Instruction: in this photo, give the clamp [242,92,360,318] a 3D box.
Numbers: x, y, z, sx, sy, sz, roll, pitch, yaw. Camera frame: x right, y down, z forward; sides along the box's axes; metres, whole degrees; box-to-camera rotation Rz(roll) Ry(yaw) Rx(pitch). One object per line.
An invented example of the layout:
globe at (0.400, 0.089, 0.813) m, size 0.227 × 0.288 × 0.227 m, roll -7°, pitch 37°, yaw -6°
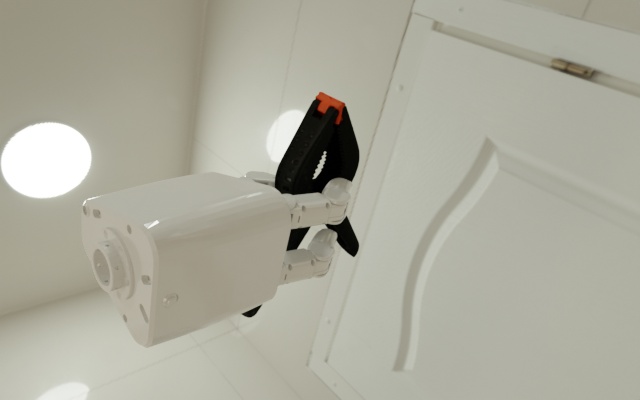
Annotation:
clamp at (-0.001, 0.001, 0.455) m, size 0.036 × 0.210 × 0.164 m, roll 32°, pitch 32°, yaw 32°
